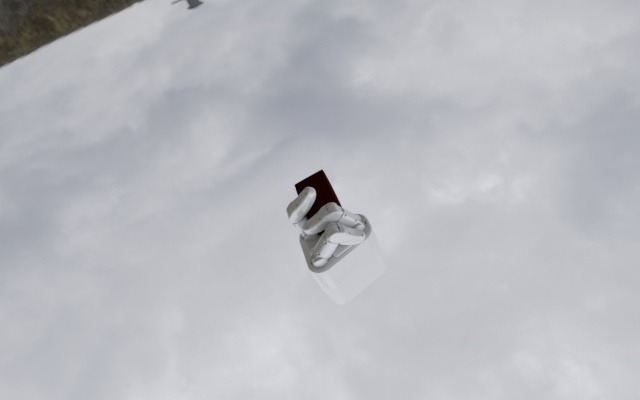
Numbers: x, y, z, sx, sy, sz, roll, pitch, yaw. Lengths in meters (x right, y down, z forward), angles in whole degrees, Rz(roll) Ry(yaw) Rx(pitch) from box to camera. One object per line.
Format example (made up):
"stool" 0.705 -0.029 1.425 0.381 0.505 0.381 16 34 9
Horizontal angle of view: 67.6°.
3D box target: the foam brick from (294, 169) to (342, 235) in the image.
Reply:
"foam brick" 0.000 0.002 0.735 0.053 0.078 0.051 -27 -47 5
